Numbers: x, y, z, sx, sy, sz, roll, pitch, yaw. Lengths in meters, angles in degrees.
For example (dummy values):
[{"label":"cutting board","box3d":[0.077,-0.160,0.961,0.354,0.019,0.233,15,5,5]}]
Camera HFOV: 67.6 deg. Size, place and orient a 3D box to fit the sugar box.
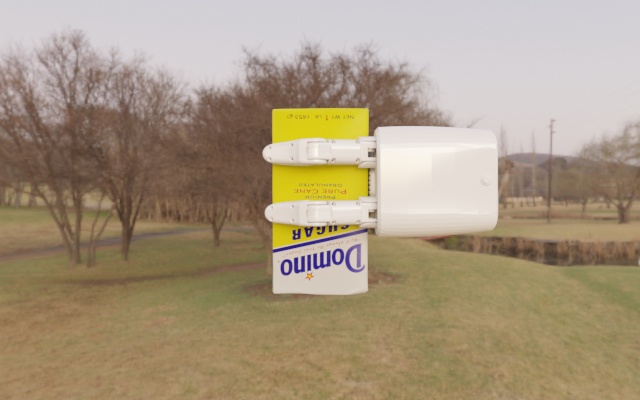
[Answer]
[{"label":"sugar box","box3d":[0.000,0.001,0.465,0.093,0.176,0.048,-1,0,2]}]
